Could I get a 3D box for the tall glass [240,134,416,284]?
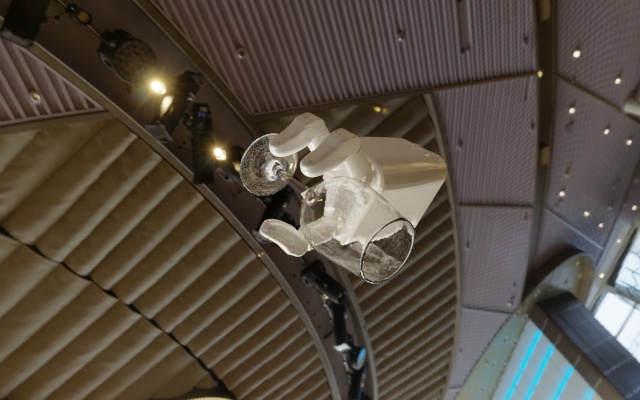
[{"bbox_3d":[0.000,0.001,0.467,0.079,0.079,0.201,0,25,-39],"label":"tall glass"}]
